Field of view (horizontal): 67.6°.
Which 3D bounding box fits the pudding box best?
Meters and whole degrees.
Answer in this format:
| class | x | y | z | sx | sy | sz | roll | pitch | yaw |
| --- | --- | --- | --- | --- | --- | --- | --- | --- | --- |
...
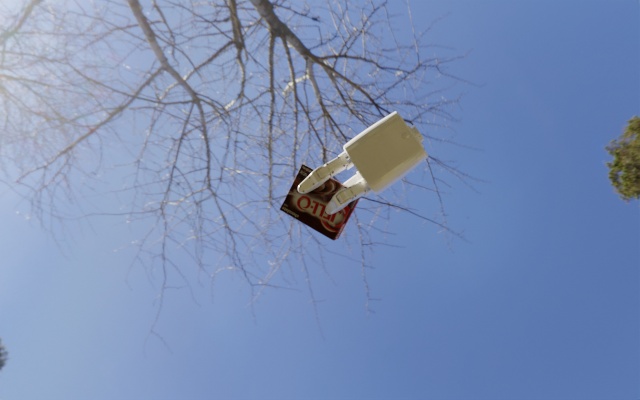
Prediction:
| class | x | y | z | sx | sy | sz | roll | pitch | yaw |
| --- | --- | --- | --- | --- | --- | --- | --- | --- | --- |
| pudding box | 0.000 | 0.003 | 0.815 | 0.113 | 0.090 | 0.039 | 29 | 7 | 16 |
